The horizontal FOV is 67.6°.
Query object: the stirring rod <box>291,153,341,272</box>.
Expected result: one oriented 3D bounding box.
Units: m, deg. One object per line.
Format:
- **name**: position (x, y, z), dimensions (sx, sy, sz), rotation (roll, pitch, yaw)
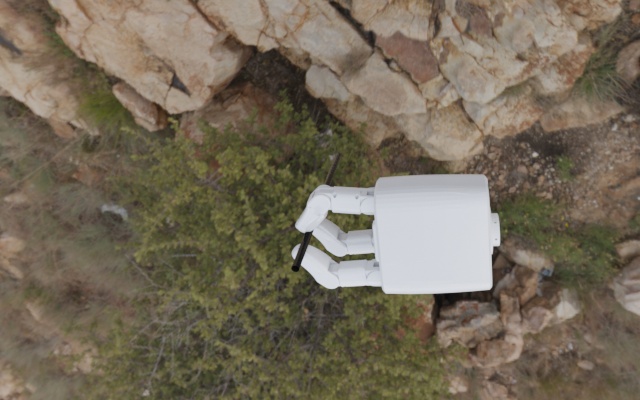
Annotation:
- **stirring rod**: position (0.000, 0.002, 0.561), dimensions (0.011, 0.011, 0.239), rotation (0, 32, 14)
